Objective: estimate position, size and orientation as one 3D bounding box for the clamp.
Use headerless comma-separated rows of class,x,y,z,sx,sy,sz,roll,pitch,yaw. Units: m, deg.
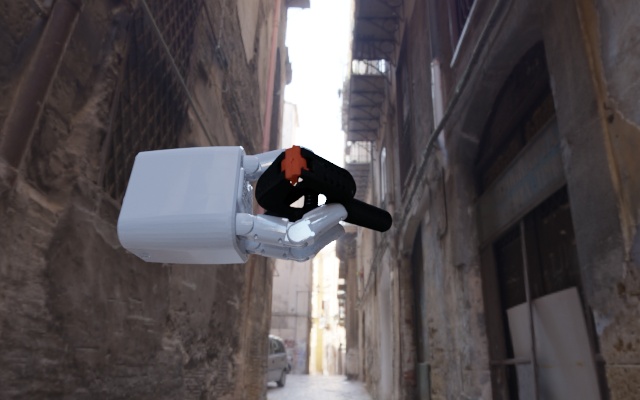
clamp,0.000,0.001,0.480,0.164,0.036,0.210,-3,-20,-1
